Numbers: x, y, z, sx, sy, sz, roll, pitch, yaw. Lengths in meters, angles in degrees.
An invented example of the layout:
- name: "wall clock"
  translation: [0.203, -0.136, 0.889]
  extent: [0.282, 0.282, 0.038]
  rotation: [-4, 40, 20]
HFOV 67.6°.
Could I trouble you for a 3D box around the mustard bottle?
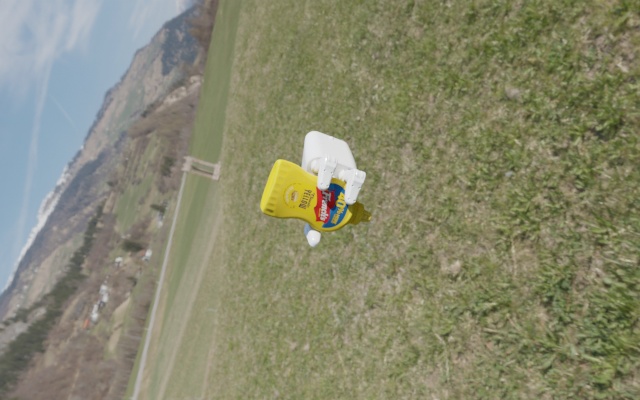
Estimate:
- name: "mustard bottle"
  translation: [0.000, 0.003, 0.826]
  extent: [0.191, 0.096, 0.058]
  rotation: [18, 7, -17]
